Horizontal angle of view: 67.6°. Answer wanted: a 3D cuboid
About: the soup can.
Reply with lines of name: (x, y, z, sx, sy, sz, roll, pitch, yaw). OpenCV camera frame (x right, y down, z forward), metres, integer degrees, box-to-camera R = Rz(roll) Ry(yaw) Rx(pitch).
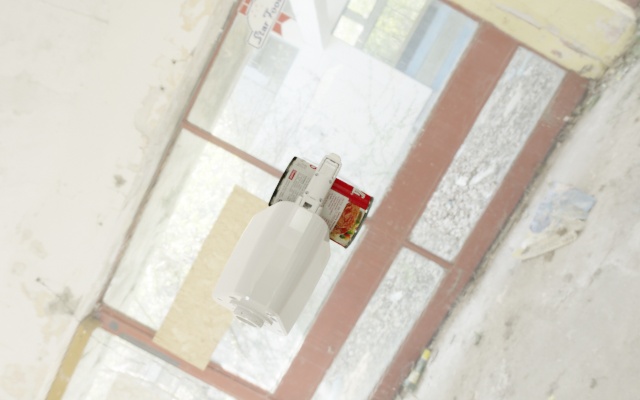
soup can: (0.000, 0.001, 0.543, 0.102, 0.068, 0.068, 28, -1, -1)
